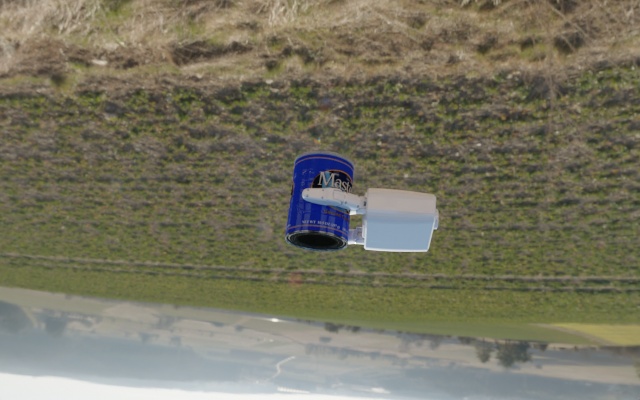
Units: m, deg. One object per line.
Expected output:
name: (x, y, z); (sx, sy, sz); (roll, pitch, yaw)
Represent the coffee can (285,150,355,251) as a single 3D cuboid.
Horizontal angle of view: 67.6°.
coffee can: (0.000, 0.002, 0.787); (0.103, 0.140, 0.103); (5, -21, 2)
